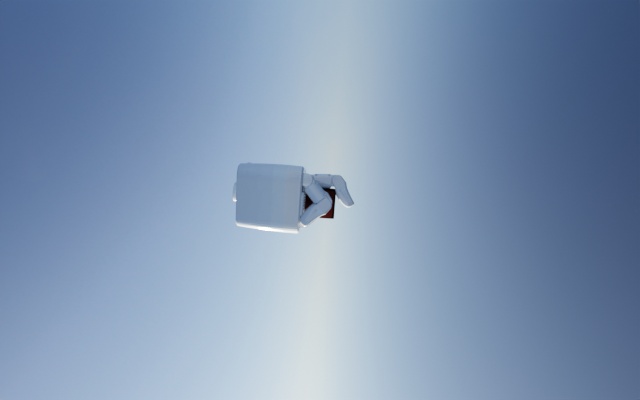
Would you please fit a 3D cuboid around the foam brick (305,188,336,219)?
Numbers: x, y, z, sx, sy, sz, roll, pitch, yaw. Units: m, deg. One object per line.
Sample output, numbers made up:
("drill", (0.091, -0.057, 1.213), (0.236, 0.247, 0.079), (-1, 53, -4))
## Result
("foam brick", (0.000, 0.003, 0.847), (0.051, 0.053, 0.078), (4, 1, 1))
